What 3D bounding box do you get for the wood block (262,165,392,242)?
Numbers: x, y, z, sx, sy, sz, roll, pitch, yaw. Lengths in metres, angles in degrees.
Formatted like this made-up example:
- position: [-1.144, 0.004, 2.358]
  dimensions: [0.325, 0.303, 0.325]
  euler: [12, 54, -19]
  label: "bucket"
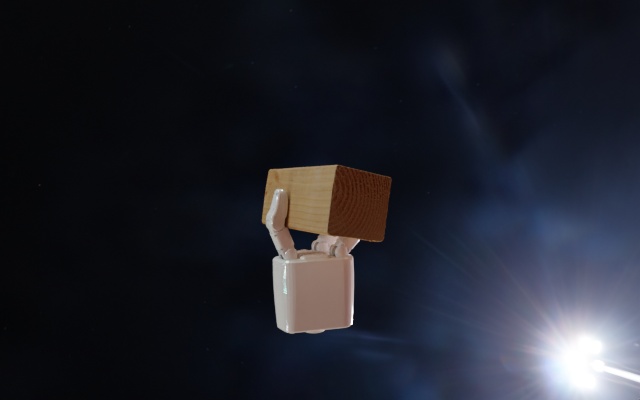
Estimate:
- position: [0.000, 0.003, 0.699]
  dimensions: [0.091, 0.090, 0.206]
  euler: [10, -3, -30]
  label: "wood block"
